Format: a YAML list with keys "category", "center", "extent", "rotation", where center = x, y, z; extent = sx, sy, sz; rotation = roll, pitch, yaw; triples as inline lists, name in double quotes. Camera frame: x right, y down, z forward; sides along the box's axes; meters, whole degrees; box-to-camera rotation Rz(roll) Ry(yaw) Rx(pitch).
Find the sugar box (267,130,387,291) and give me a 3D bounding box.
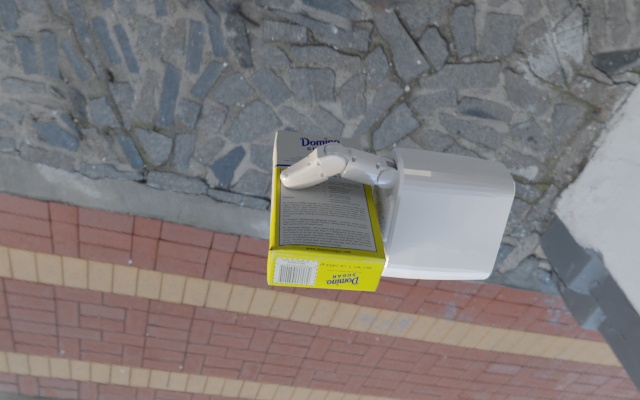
- category: "sugar box"
  center: [0.000, 0.002, 0.444]
  extent: [0.093, 0.048, 0.176]
  rotation: [6, 37, -7]
